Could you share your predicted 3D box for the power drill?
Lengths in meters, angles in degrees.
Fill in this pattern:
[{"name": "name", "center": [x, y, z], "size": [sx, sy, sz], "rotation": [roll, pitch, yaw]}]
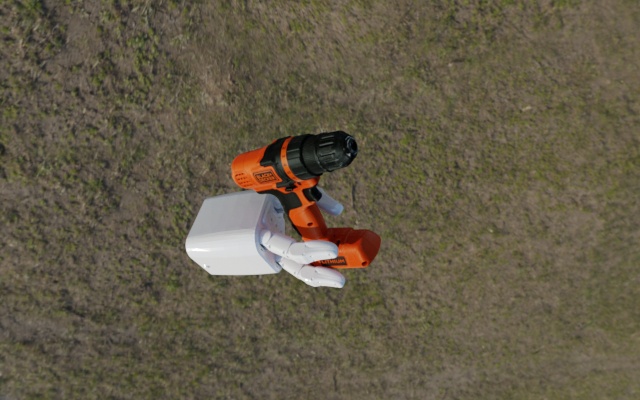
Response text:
[{"name": "power drill", "center": [0.000, 0.002, 0.586], "size": [0.184, 0.188, 0.057], "rotation": [-6, 37, 42]}]
